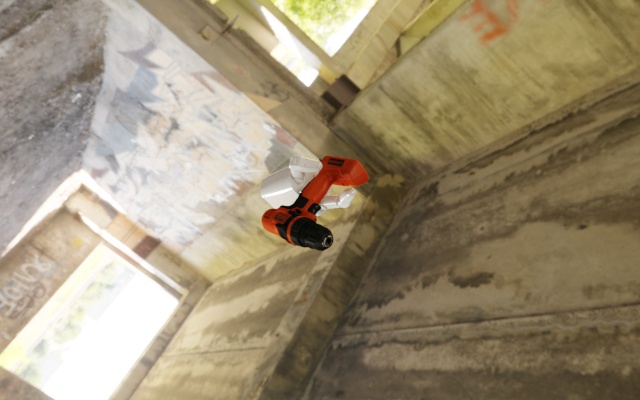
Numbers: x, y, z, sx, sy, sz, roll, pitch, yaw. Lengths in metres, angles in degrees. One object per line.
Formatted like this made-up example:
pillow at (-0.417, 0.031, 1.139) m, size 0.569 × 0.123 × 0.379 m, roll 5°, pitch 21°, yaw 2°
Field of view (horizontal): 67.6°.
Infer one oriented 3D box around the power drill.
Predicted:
power drill at (0.000, 0.002, 0.853) m, size 0.187 × 0.057 × 0.184 m, roll -46°, pitch 35°, yaw -21°
